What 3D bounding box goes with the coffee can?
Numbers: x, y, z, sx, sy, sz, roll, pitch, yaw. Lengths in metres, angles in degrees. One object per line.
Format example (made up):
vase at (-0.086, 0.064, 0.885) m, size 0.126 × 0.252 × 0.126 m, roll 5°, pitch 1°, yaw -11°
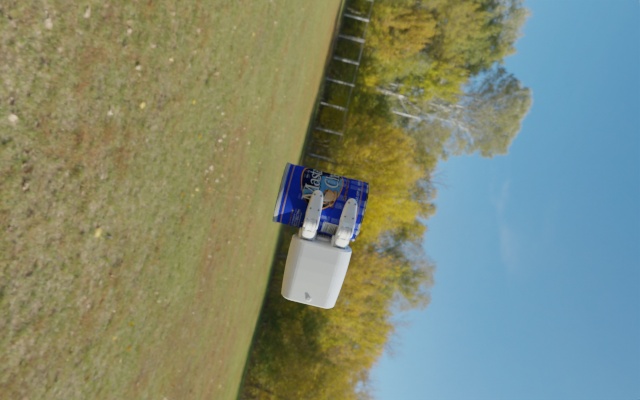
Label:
coffee can at (0.000, 0.002, 0.798) m, size 0.140 × 0.103 × 0.103 m, roll 14°, pitch -1°, yaw -2°
